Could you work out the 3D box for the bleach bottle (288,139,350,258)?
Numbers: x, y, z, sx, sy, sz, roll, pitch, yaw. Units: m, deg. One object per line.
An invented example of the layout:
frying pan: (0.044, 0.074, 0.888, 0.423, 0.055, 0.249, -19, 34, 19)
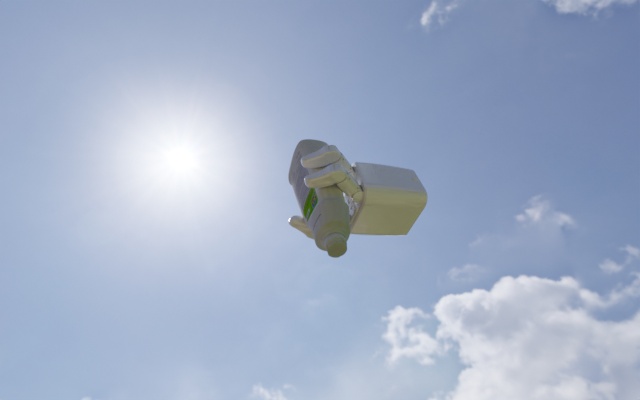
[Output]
bleach bottle: (0.000, 0.002, 0.754, 0.068, 0.103, 0.250, 5, 34, -15)
